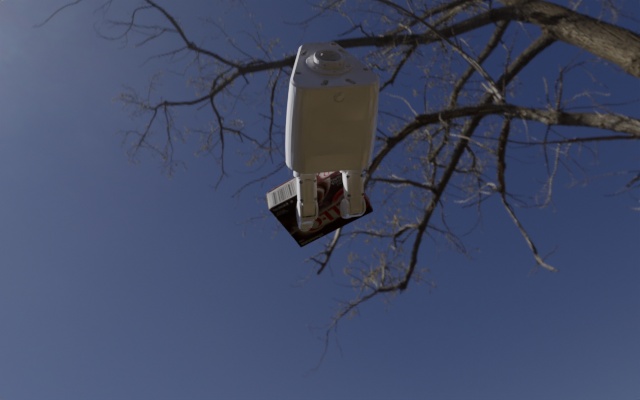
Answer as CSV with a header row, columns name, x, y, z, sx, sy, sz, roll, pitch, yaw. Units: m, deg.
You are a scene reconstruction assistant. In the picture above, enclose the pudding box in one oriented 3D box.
name,x,y,z,sx,sy,sz,roll,pitch,yaw
pudding box,0.000,0.002,0.616,0.113,0.039,0.090,-26,-47,10
